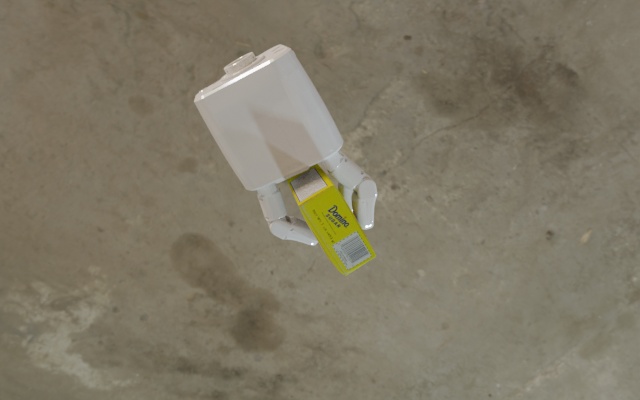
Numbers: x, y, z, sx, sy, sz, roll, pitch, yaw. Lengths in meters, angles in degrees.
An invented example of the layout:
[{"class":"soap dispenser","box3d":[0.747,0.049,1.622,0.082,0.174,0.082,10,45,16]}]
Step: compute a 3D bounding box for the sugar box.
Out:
[{"class":"sugar box","box3d":[0.001,0.001,0.535,0.048,0.093,0.176,-30,24,2]}]
